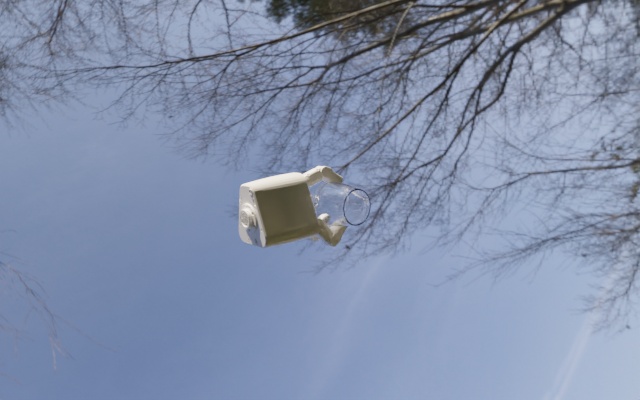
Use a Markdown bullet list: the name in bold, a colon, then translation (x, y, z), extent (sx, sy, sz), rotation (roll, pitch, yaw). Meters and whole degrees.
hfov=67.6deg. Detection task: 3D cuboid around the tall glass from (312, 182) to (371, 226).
- **tall glass**: translation (0.000, 0.003, 0.868), extent (0.079, 0.079, 0.201), rotation (0, 5, -38)
